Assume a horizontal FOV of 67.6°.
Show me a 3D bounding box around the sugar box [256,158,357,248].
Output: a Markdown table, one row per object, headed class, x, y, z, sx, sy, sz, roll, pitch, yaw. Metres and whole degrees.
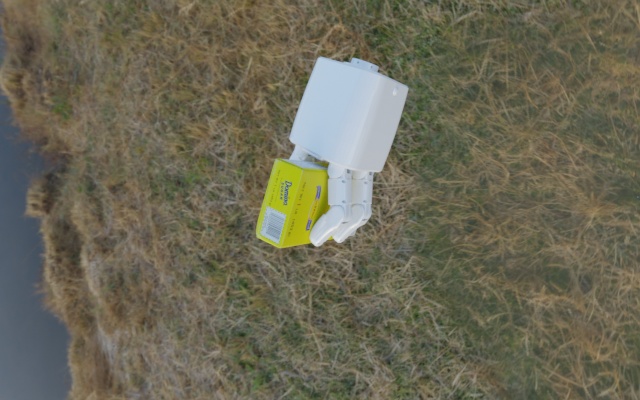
| class | x | y | z | sx | sy | sz | roll | pitch | yaw |
| --- | --- | --- | --- | --- | --- | --- | --- | --- | --- |
| sugar box | 0.001 | 0.002 | 0.586 | 0.048 | 0.093 | 0.176 | 25 | 14 | 31 |
